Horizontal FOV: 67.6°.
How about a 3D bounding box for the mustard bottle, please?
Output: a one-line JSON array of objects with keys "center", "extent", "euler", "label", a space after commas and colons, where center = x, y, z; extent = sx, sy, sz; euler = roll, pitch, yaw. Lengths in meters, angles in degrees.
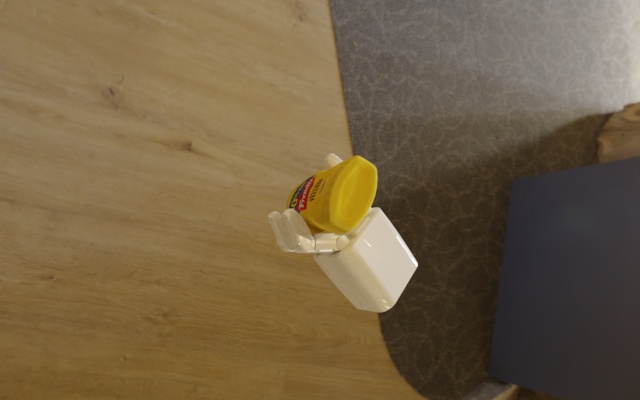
[{"center": [0.000, 0.002, 0.652], "extent": [0.058, 0.096, 0.191], "euler": [29, -18, -20], "label": "mustard bottle"}]
